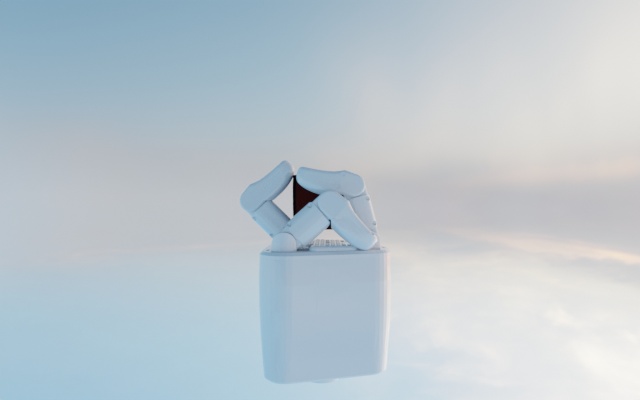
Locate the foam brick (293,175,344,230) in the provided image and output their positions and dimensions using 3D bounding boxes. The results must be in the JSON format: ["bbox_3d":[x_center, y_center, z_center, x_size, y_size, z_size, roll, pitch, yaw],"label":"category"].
[{"bbox_3d":[0.000,0.001,0.470,0.053,0.051,0.078,-2,0,1],"label":"foam brick"}]
